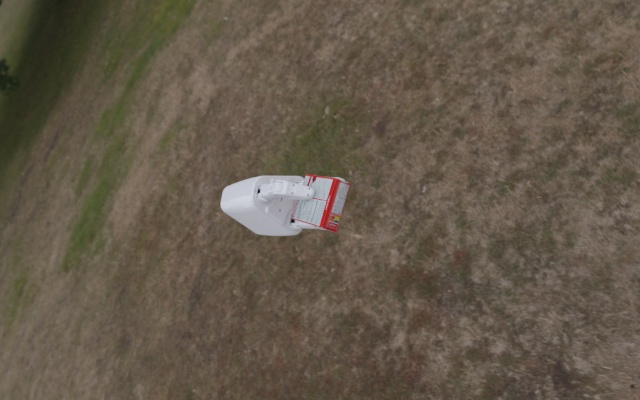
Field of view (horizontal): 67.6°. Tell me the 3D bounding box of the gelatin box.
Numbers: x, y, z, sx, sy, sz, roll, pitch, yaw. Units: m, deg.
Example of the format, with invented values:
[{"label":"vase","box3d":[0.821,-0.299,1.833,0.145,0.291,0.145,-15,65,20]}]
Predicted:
[{"label":"gelatin box","box3d":[0.000,0.002,0.702,0.030,0.073,0.089,19,-4,-33]}]
